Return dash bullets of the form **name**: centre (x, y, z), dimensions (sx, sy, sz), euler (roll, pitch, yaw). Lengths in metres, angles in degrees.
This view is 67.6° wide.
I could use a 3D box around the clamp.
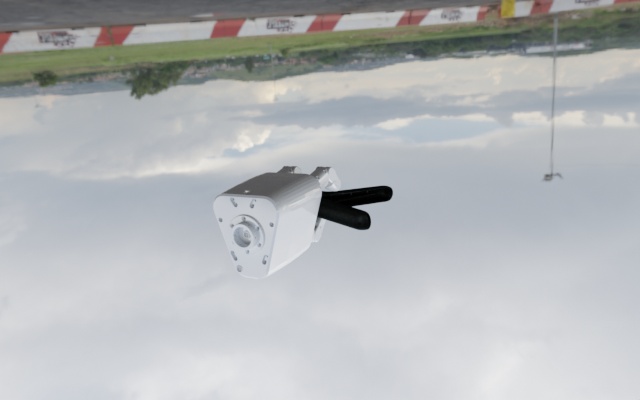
- **clamp**: centre (0.000, 0.003, 0.704), dimensions (0.210, 0.036, 0.164), euler (4, 15, 25)
